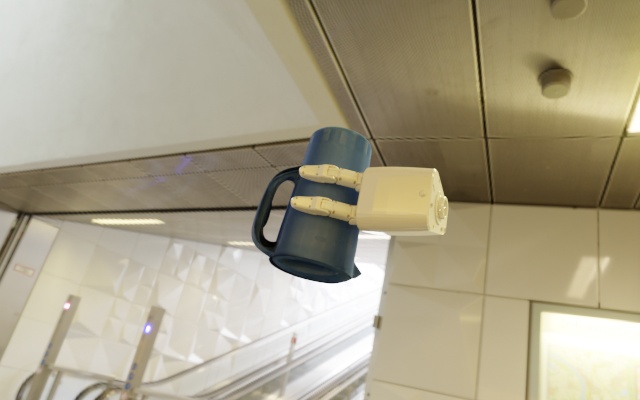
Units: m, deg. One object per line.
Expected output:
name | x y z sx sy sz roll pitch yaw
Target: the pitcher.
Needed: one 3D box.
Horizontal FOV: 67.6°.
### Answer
pitcher | 0.000 0.003 0.775 0.145 0.242 0.149 1 -25 29
